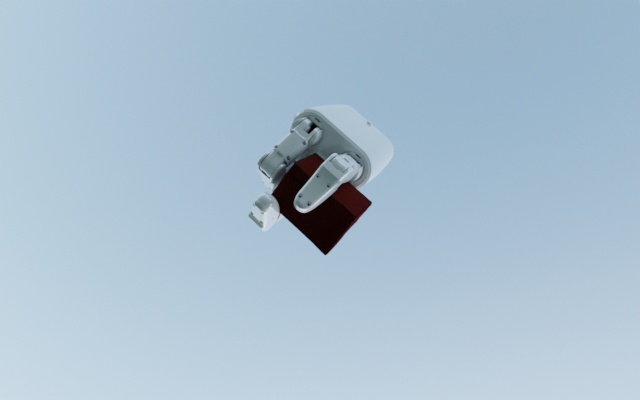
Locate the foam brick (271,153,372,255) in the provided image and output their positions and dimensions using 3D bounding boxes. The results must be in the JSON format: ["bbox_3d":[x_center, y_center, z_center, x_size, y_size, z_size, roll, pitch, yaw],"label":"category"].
[{"bbox_3d":[0.000,0.002,0.456,0.078,0.053,0.051,43,27,7],"label":"foam brick"}]
